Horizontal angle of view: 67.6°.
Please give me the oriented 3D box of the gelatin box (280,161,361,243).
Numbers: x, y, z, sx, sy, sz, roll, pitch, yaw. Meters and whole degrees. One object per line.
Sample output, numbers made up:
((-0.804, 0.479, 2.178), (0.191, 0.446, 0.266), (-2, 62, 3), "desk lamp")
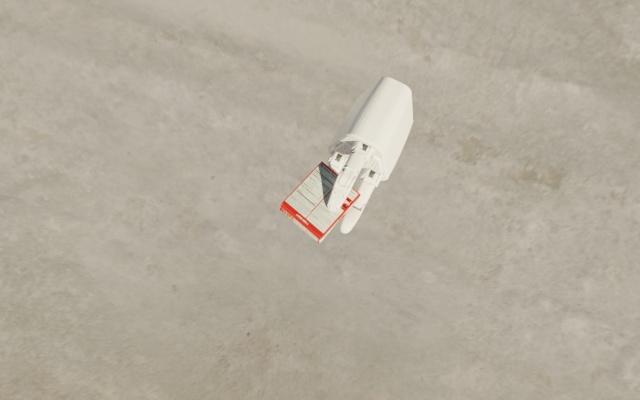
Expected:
((0.000, 0.002, 0.657), (0.073, 0.089, 0.030), (40, -19, 7), "gelatin box")
